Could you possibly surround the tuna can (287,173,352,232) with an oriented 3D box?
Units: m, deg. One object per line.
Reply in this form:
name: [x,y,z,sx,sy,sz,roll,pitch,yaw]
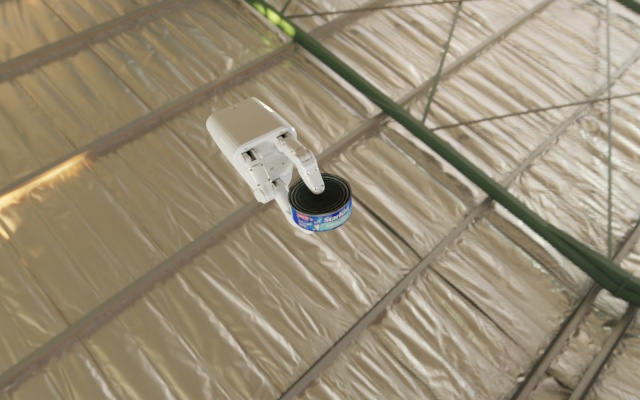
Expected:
tuna can: [0.000,0.003,0.643,0.086,0.034,0.086,-4,41,3]
